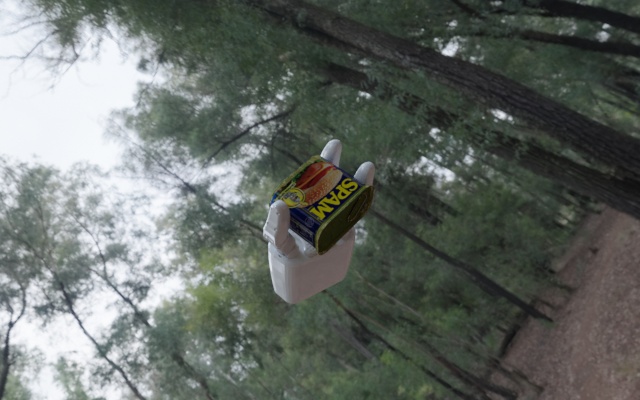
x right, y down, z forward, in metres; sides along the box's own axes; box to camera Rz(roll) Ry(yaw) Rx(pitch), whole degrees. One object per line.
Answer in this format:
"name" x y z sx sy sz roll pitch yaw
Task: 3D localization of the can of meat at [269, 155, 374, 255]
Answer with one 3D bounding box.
"can of meat" 0.000 0.002 0.578 0.084 0.057 0.102 35 60 25
